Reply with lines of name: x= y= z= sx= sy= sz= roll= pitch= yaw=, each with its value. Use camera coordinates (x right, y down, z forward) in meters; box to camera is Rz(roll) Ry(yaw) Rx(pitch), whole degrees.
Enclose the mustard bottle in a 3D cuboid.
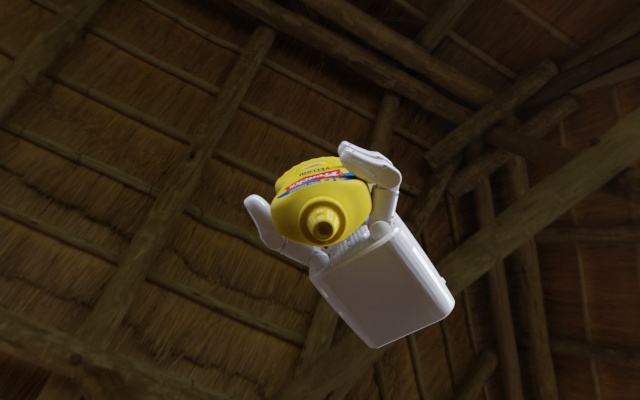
mustard bottle: x=0.000 y=0.001 z=0.467 sx=0.096 sy=0.058 sz=0.191 roll=-12 pitch=14 yaw=1
